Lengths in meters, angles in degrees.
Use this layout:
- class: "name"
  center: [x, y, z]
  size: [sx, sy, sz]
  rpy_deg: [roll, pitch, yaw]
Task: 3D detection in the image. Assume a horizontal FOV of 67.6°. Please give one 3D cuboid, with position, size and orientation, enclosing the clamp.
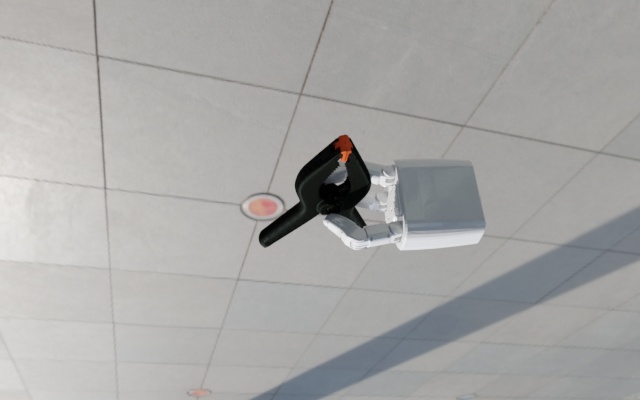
- class: "clamp"
  center: [0.000, 0.002, 0.612]
  size: [0.164, 0.036, 0.210]
  rpy_deg: [-4, -38, -7]
